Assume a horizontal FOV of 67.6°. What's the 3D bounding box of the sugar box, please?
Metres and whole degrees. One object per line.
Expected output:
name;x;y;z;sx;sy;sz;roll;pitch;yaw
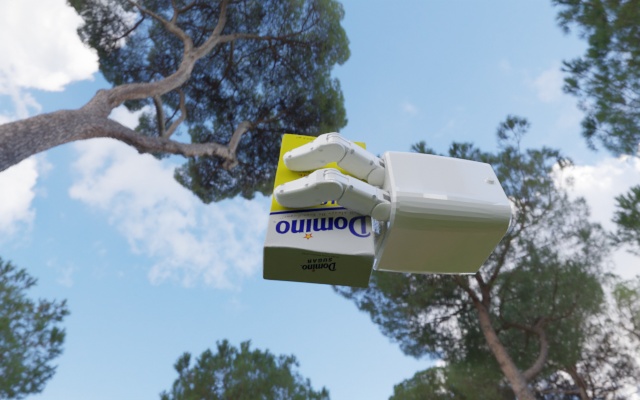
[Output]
sugar box;0.000;0.001;0.458;0.093;0.048;0.176;5;36;-3
